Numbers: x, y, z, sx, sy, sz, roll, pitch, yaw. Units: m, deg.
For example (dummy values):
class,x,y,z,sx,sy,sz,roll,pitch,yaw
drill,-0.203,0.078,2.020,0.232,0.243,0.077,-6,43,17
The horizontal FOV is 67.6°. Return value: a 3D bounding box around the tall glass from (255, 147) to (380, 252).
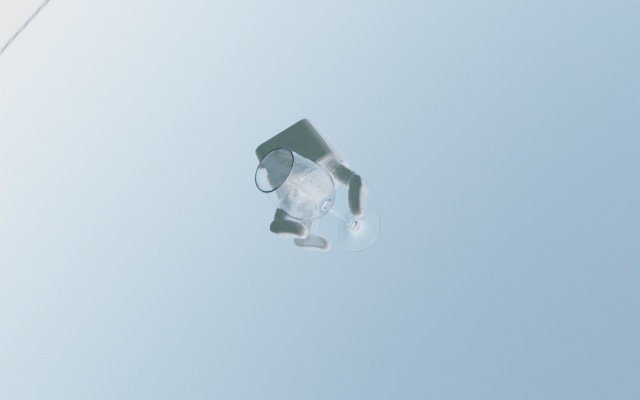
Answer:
class,x,y,z,sx,sy,sz,roll,pitch,yaw
tall glass,0.001,0.002,0.649,0.079,0.079,0.201,0,-24,38
